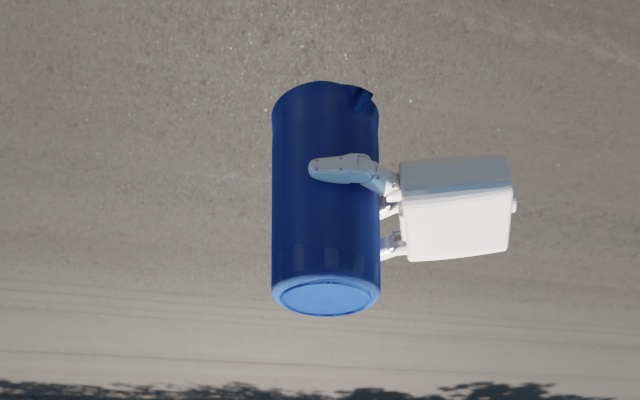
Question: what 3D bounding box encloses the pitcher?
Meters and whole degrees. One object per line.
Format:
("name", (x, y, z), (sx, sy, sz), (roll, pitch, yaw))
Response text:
("pitcher", (0.000, 0.002, 0.537), (0.145, 0.242, 0.149), (-5, -33, 8))
